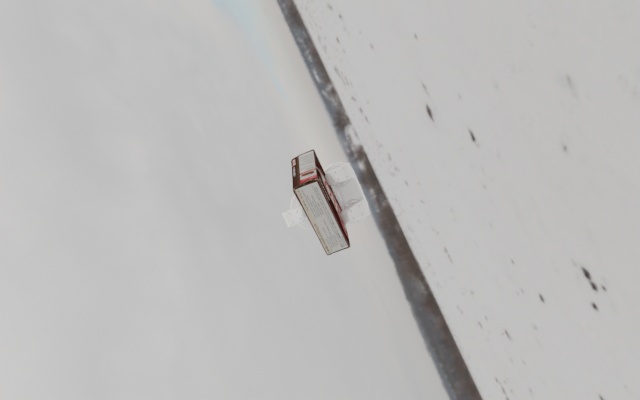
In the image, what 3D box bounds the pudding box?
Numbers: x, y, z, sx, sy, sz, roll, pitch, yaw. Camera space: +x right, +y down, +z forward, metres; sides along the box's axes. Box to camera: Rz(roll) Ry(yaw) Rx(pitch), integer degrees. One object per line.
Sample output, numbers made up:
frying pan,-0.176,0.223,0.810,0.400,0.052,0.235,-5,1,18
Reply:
pudding box,0.000,0.002,0.630,0.039,0.113,0.090,-24,29,8
